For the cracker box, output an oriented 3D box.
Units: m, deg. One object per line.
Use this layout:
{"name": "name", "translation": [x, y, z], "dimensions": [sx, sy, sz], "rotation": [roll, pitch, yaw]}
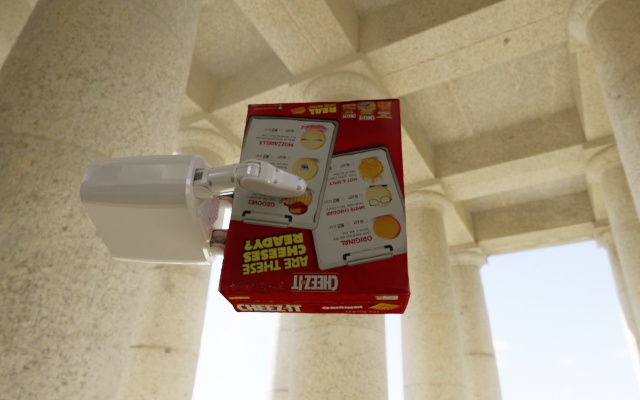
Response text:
{"name": "cracker box", "translation": [0.000, 0.001, 0.476], "dimensions": [0.164, 0.213, 0.072], "rotation": [-1, -30, 6]}
